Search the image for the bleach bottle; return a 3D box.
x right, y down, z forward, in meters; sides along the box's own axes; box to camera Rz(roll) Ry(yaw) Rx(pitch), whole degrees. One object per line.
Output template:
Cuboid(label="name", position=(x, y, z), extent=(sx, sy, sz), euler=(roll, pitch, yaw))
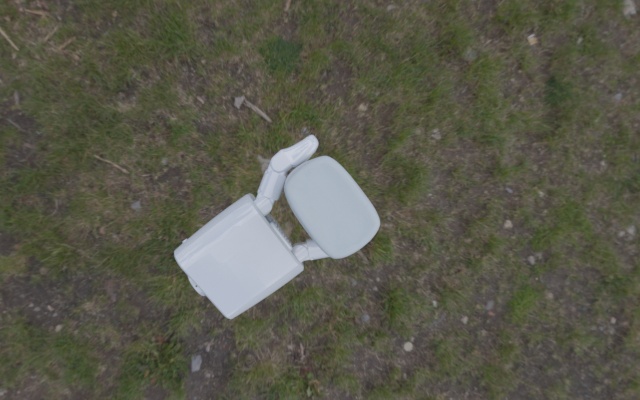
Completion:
Cuboid(label="bleach bottle", position=(0.000, 0.002, 0.583), extent=(0.068, 0.102, 0.251), euler=(-36, 4, -3))
